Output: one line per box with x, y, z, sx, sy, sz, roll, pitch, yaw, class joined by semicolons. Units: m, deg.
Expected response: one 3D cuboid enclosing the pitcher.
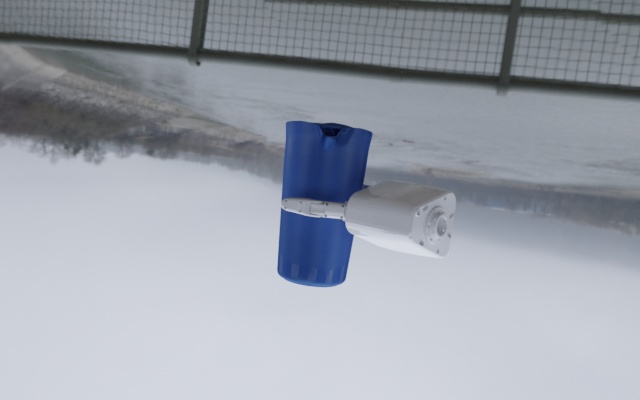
0.000;0.002;0.744;0.145;0.243;0.149;10;4;42;pitcher
